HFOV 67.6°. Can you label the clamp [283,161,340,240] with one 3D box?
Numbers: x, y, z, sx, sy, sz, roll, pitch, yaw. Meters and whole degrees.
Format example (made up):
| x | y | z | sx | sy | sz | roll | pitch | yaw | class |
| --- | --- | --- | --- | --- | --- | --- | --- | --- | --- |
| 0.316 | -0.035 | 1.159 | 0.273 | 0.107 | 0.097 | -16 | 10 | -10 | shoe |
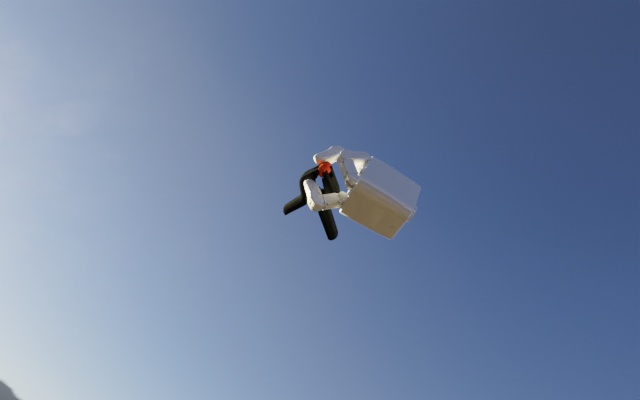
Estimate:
| x | y | z | sx | sy | sz | roll | pitch | yaw | class |
| --- | --- | --- | --- | --- | --- | --- | --- | --- | --- |
| 0.000 | 0.002 | 0.887 | 0.120 | 0.039 | 0.172 | 30 | -40 | 2 | clamp |
